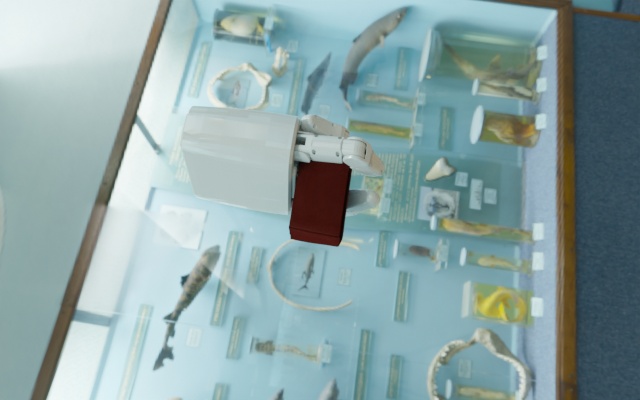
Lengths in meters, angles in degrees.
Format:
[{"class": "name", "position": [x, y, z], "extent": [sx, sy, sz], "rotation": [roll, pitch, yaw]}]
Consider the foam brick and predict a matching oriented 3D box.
[{"class": "foam brick", "position": [0.000, 0.002, 0.472], "extent": [0.051, 0.078, 0.053], "rotation": [9, -17, 0]}]
